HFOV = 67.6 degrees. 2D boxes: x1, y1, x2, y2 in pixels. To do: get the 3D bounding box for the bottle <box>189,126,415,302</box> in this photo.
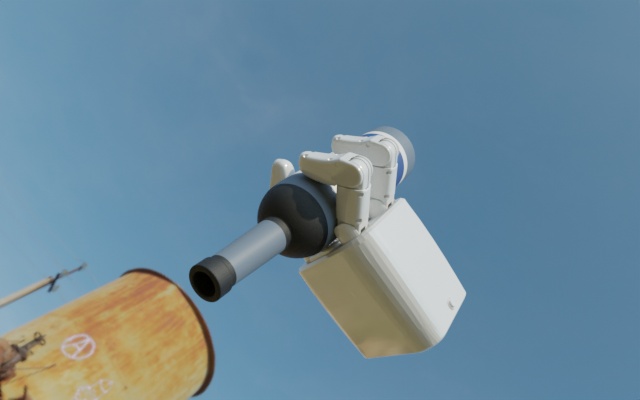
[{"bbox_3d":[0.000,0.001,0.421,0.069,0.069,0.295,0,21,33],"label":"bottle"}]
